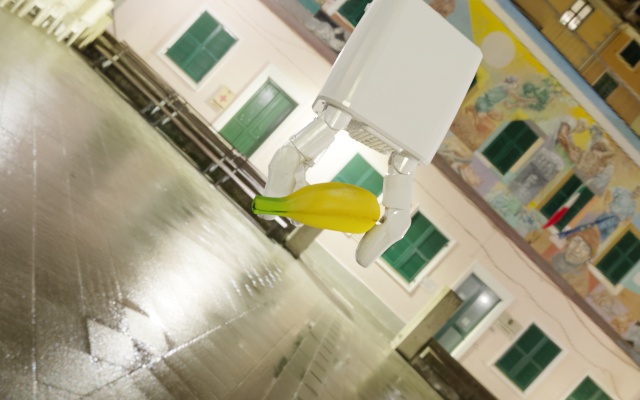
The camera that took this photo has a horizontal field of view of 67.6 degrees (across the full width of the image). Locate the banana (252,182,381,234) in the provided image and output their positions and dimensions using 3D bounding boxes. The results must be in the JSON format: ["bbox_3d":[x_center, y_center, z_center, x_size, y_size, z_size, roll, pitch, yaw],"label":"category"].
[{"bbox_3d":[0.016,0.005,0.392,0.069,0.037,0.198,14,0,17],"label":"banana"}]
